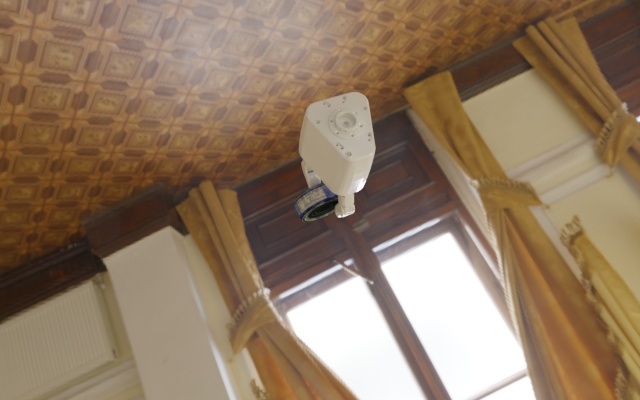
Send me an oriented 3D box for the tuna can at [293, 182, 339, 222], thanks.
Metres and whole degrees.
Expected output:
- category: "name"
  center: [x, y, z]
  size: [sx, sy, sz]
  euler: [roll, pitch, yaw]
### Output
- category: "tuna can"
  center: [0.000, 0.003, 0.800]
  size: [0.086, 0.033, 0.086]
  euler: [-23, -17, -8]
